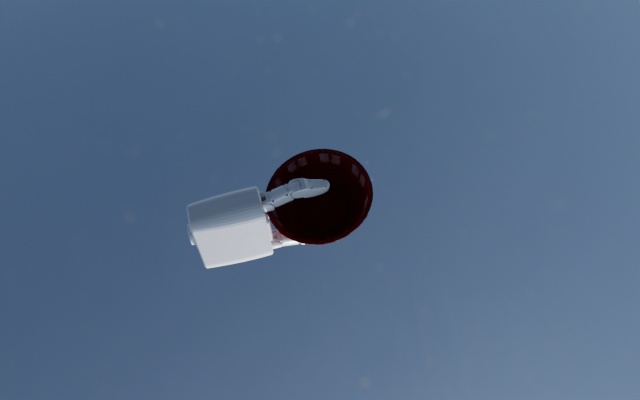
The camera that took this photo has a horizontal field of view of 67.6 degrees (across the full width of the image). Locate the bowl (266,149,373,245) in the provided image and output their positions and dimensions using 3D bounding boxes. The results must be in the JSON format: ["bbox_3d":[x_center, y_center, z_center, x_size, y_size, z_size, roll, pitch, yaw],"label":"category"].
[{"bbox_3d":[0.002,0.002,0.728,0.162,0.162,0.055,0,-28,9],"label":"bowl"}]
